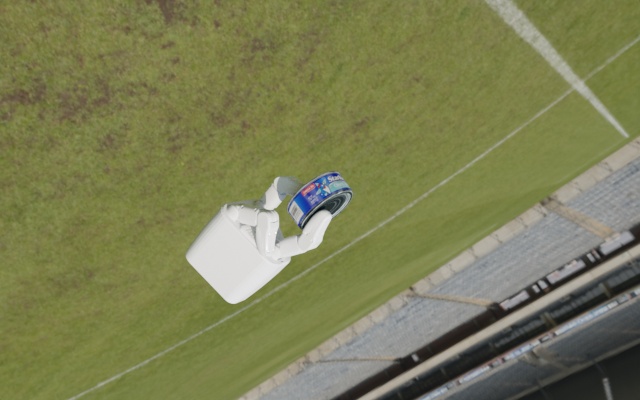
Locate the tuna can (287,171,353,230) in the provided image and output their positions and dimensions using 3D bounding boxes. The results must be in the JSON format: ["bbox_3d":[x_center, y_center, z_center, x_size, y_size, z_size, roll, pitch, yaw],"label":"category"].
[{"bbox_3d":[0.000,0.002,0.627,0.086,0.033,0.086,-32,-20,-13],"label":"tuna can"}]
